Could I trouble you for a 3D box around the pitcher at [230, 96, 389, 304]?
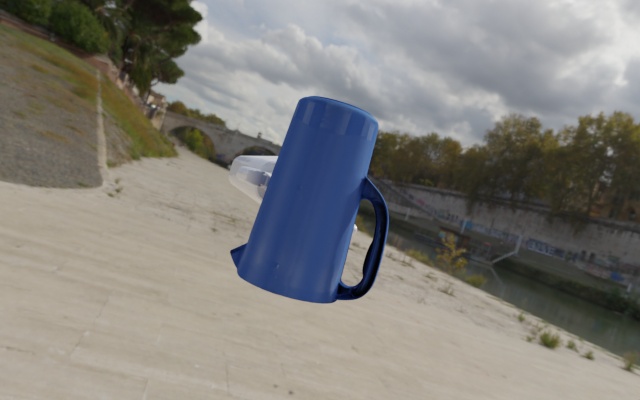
[{"bbox_3d":[0.000,0.002,0.606,0.149,0.243,0.145,16,2,-34],"label":"pitcher"}]
